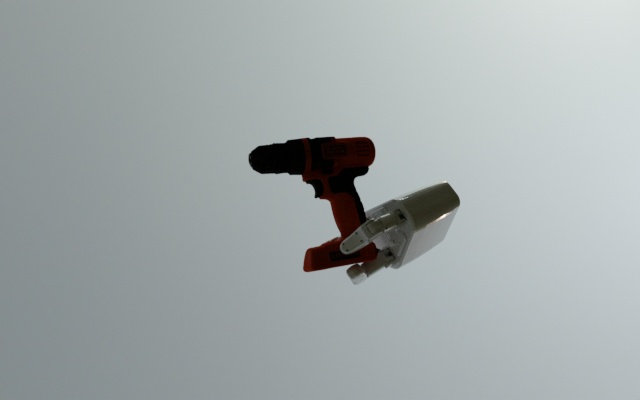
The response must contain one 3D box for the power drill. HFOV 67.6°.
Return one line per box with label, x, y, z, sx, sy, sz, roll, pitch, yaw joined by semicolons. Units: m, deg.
power drill;0.000;0.003;0.668;0.184;0.187;0.057;-7;-7;-15
